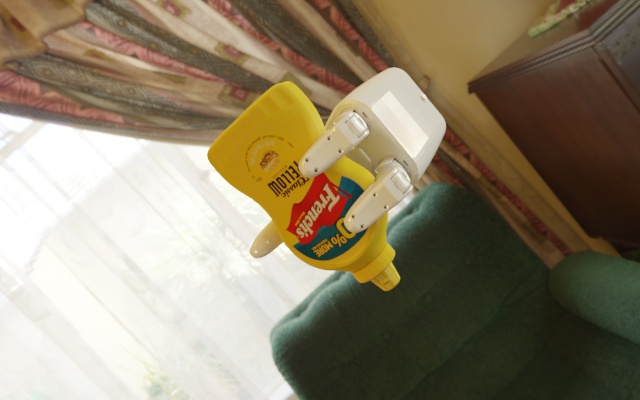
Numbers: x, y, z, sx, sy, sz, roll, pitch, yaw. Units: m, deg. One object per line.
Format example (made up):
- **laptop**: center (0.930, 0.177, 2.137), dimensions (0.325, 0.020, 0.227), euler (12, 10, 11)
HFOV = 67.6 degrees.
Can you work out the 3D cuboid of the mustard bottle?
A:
- **mustard bottle**: center (0.000, 0.001, 0.405), dimensions (0.096, 0.191, 0.058), euler (-39, 7, 18)
